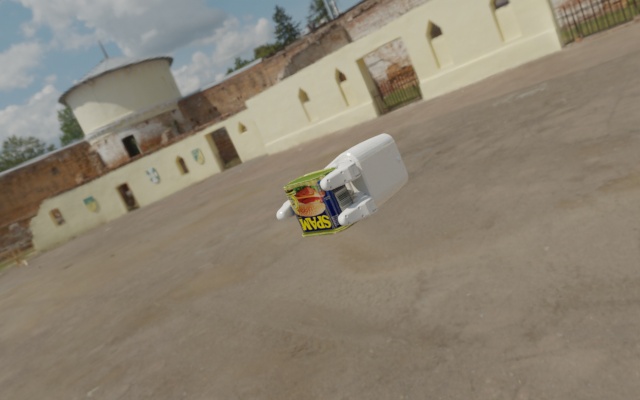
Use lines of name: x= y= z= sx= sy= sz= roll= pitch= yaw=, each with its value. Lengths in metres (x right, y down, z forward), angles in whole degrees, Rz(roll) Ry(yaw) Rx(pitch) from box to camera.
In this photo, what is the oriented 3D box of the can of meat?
can of meat: x=0.000 y=0.002 z=0.702 sx=0.057 sy=0.084 sz=0.102 roll=-31 pitch=12 yaw=-37
